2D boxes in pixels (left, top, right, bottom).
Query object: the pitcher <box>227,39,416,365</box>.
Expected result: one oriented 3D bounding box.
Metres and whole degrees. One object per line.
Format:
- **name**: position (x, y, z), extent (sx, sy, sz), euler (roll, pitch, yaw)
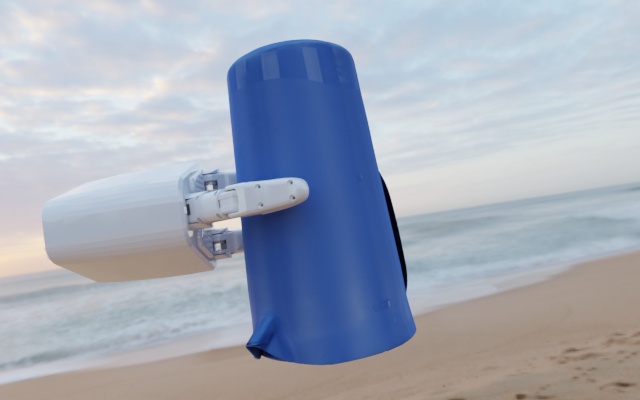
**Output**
- **pitcher**: position (0.000, 0.001, 0.403), extent (0.145, 0.243, 0.149), euler (-9, -3, 0)
